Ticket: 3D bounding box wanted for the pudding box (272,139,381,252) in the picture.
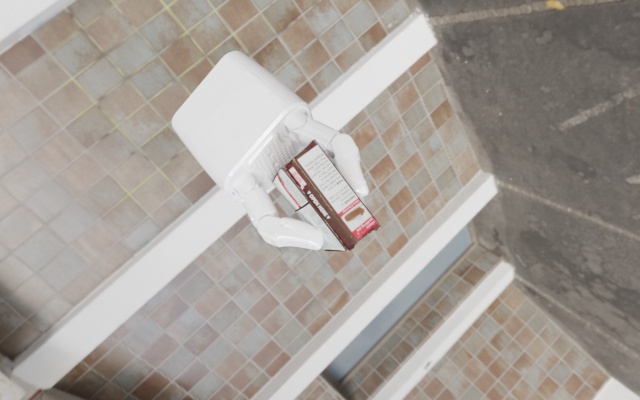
[{"bbox_3d":[0.000,0.001,0.429,0.039,0.090,0.113,-39,2,-9],"label":"pudding box"}]
